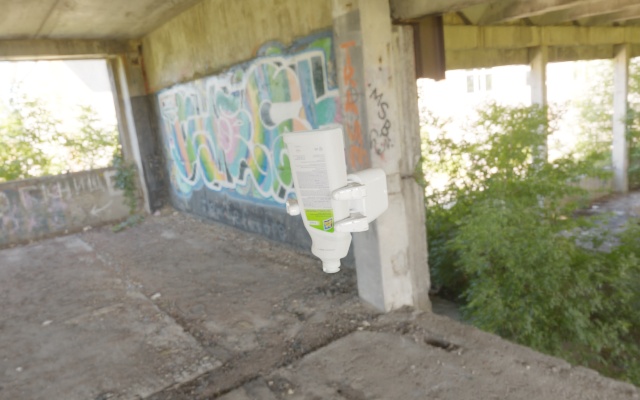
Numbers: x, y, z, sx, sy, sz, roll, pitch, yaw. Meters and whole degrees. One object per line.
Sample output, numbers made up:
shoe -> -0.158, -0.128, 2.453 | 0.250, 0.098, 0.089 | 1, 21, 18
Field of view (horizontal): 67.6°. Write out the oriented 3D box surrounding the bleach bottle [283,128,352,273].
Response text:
bleach bottle -> 0.000, 0.003, 0.838 | 0.102, 0.251, 0.068 | 1, 14, 33
